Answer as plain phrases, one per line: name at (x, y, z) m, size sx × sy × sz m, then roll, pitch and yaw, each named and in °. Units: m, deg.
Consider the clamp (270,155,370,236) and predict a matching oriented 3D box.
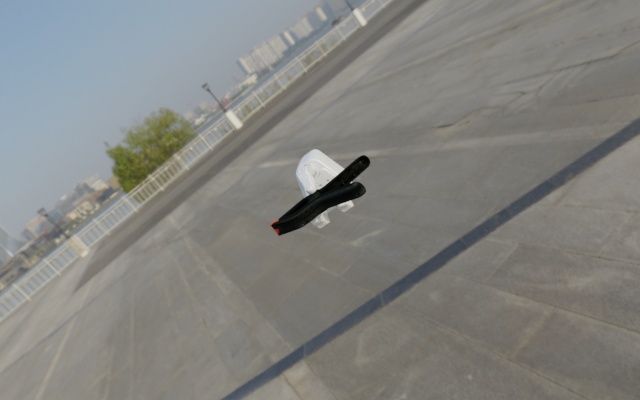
clamp at (-0.001, 0.002, 0.825) m, size 0.210 × 0.036 × 0.164 m, roll -34°, pitch 12°, yaw 12°
